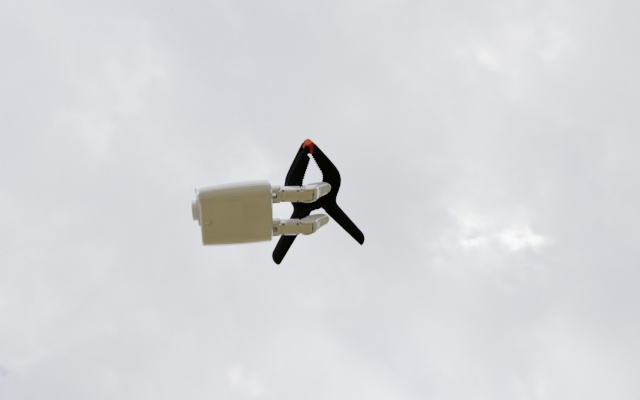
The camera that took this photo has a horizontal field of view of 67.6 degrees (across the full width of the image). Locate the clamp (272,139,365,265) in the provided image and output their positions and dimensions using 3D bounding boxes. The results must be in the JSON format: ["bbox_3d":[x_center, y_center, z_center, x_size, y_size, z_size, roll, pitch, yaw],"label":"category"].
[{"bbox_3d":[0.000,0.002,0.787,0.164,0.210,0.036,-6,23,-18],"label":"clamp"}]
